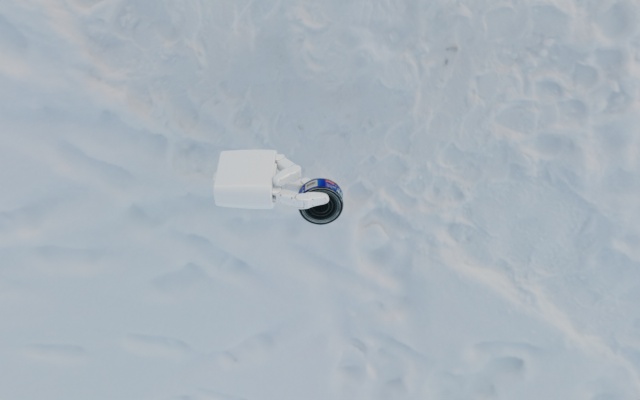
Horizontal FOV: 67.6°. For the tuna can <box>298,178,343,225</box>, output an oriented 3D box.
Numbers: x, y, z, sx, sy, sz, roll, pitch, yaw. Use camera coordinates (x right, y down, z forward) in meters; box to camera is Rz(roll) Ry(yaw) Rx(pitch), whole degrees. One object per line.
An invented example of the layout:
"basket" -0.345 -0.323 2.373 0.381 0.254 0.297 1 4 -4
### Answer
"tuna can" 0.000 0.003 0.889 0.086 0.086 0.033 0 33 -1
